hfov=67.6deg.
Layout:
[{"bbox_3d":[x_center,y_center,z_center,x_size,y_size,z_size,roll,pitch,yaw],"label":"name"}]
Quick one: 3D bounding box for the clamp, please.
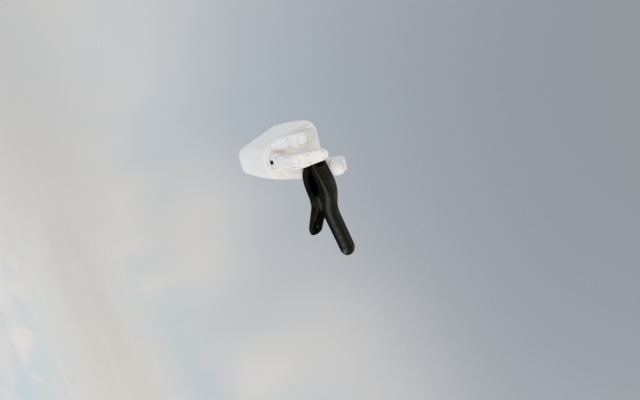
[{"bbox_3d":[0.000,0.003,0.790,0.039,0.171,0.120,-23,17,-31],"label":"clamp"}]
